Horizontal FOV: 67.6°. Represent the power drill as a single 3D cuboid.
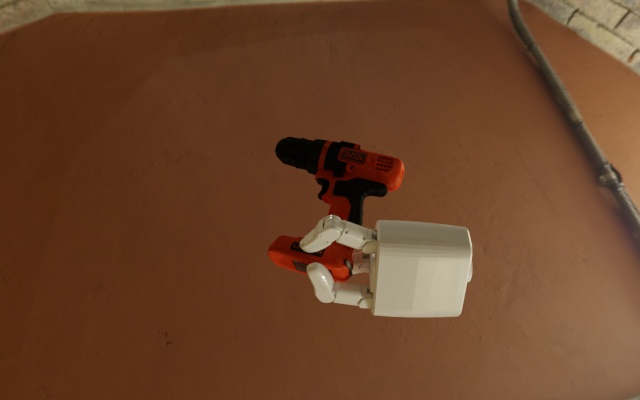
[{"bbox_3d":[0.000,0.003,0.627,0.184,0.187,0.057,13,-26,18],"label":"power drill"}]
